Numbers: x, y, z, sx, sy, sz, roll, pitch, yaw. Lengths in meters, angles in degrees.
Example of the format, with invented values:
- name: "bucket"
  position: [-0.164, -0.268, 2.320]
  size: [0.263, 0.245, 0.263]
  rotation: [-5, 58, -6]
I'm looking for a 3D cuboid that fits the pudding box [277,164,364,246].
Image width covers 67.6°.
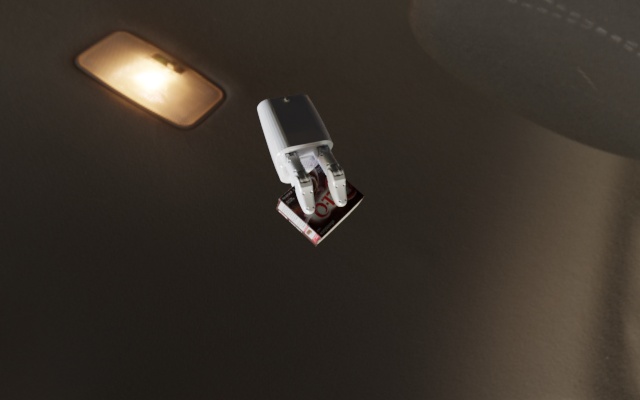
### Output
- name: "pudding box"
  position: [0.000, 0.002, 0.752]
  size: [0.113, 0.090, 0.039]
  rotation: [-44, -10, -29]
